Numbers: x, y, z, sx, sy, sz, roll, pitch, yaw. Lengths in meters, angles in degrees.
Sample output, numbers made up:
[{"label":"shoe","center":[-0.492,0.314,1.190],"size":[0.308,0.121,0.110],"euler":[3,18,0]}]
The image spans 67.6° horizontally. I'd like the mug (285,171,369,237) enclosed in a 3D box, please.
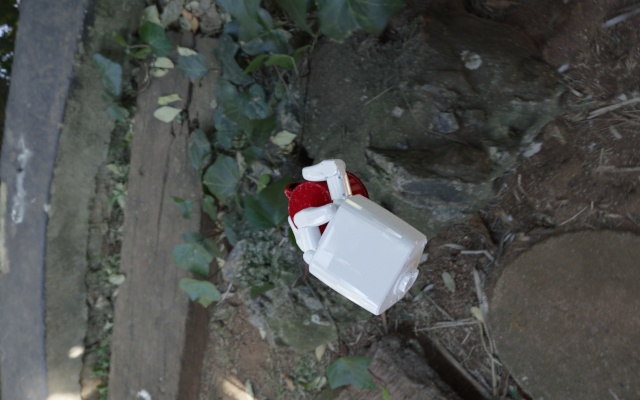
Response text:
[{"label":"mug","center":[-0.001,0.002,0.675],"size":[0.117,0.093,0.081],"euler":[30,24,26]}]
